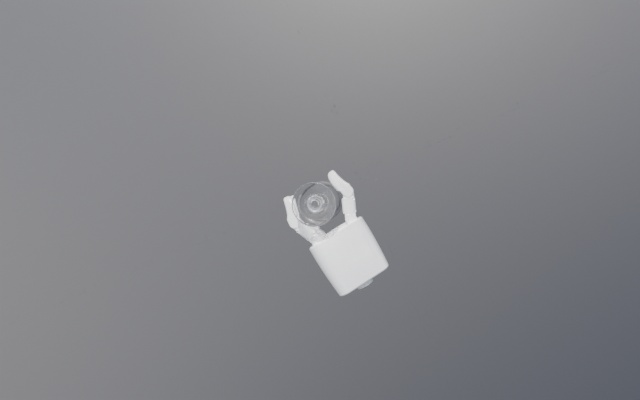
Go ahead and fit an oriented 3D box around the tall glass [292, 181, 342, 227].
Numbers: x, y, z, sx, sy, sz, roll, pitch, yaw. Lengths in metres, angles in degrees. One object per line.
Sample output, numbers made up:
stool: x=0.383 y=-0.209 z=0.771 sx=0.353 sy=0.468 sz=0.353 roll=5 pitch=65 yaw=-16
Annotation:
tall glass: x=0.000 y=0.003 z=0.892 sx=0.079 sy=0.079 sz=0.201 roll=0 pitch=3 yaw=6
